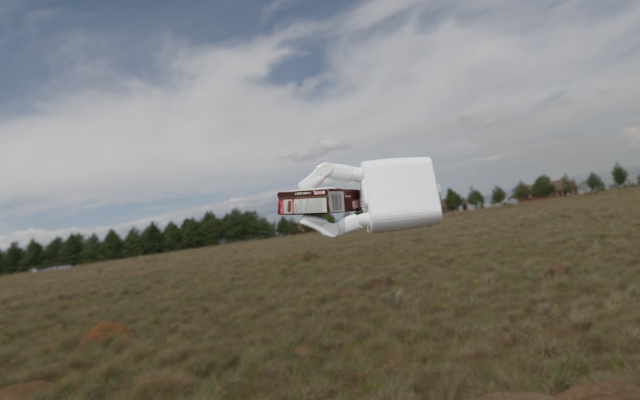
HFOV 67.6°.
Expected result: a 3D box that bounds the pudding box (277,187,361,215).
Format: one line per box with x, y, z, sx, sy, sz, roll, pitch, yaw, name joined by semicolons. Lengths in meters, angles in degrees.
0.000;0.002;0.736;0.090;0.039;0.113;-4;-3;28;pudding box
